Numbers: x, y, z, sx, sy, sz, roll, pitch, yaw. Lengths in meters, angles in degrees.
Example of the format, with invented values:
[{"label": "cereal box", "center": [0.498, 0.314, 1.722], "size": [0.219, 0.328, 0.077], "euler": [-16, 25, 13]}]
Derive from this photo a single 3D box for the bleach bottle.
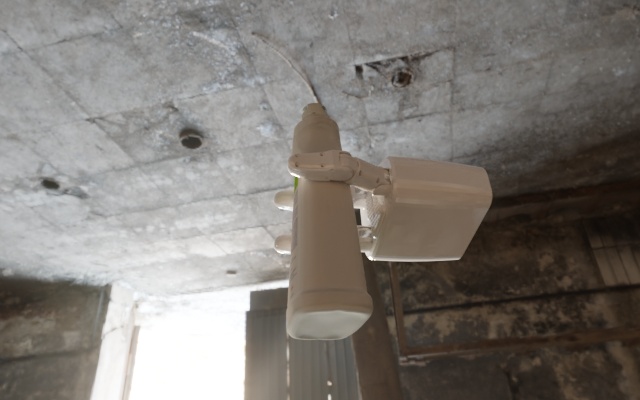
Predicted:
[{"label": "bleach bottle", "center": [0.000, 0.002, 0.475], "size": [0.068, 0.250, 0.103], "euler": [4, -31, -11]}]
